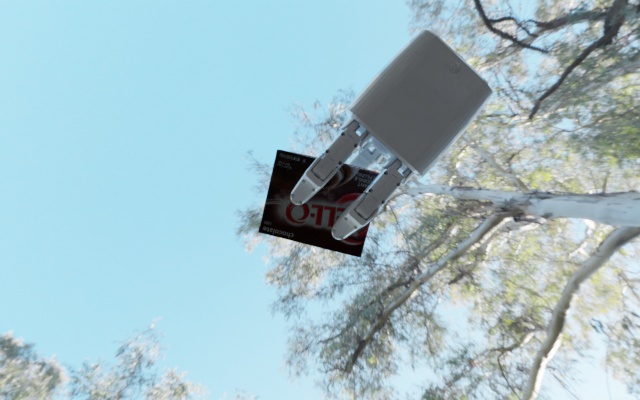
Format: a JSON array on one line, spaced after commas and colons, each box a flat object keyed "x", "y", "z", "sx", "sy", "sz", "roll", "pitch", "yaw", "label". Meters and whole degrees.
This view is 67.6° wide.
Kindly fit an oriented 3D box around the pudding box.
[{"x": 0.000, "y": 0.002, "z": 0.501, "sx": 0.113, "sy": 0.090, "sz": 0.039, "roll": 14, "pitch": 9, "yaw": 1, "label": "pudding box"}]
